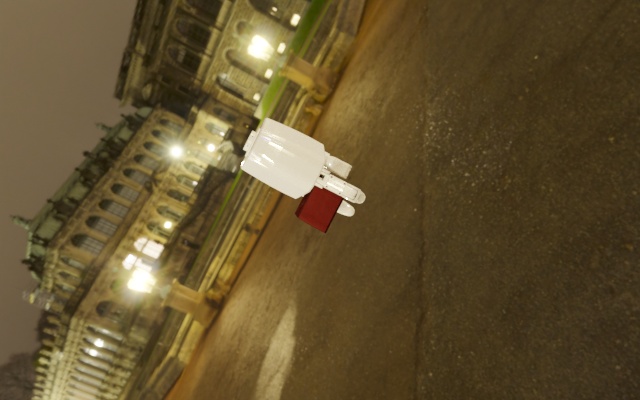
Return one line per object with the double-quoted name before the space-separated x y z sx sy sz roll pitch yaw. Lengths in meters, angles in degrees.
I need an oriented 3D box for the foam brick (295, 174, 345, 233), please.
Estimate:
"foam brick" 0.000 0.003 0.755 0.051 0.078 0.053 27 2 -12
